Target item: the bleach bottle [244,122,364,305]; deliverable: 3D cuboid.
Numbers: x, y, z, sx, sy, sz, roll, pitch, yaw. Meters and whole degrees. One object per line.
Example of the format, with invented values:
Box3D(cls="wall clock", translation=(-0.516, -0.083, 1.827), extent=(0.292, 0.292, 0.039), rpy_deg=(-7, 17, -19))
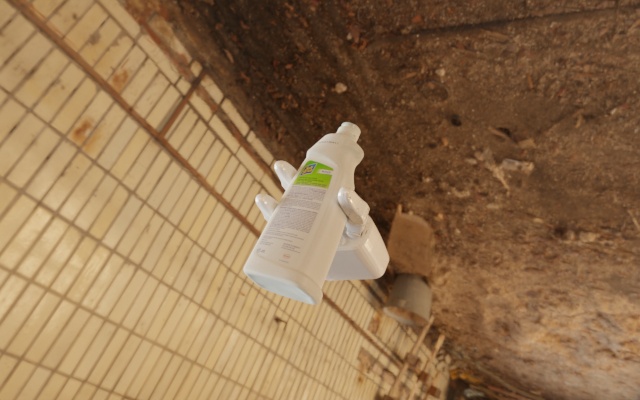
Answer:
Box3D(cls="bleach bottle", translation=(0.000, 0.002, 0.620), extent=(0.102, 0.250, 0.068), rpy_deg=(10, -29, 32))
